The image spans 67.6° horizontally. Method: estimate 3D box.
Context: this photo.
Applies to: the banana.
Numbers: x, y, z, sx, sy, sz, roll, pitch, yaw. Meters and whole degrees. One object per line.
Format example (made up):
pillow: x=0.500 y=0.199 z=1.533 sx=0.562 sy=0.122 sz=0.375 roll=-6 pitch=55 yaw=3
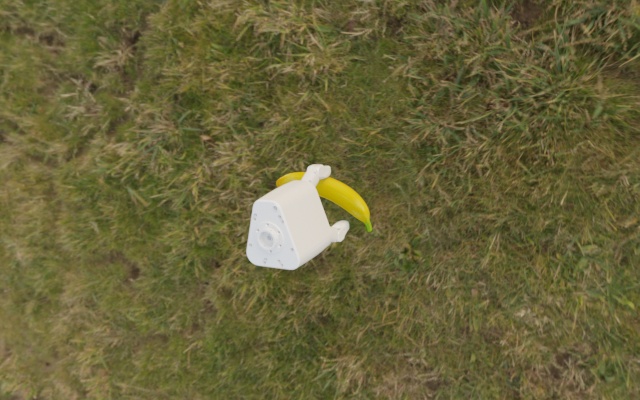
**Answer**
banana: x=0.008 y=-0.011 z=0.844 sx=0.198 sy=0.070 sz=0.037 roll=28 pitch=31 yaw=16
